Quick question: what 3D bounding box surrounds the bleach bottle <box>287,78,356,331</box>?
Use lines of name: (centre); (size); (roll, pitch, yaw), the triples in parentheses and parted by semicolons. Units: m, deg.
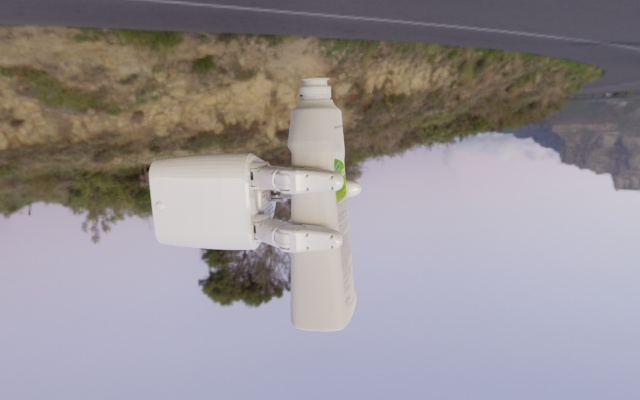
bleach bottle: (0.000, 0.002, 0.502); (0.068, 0.251, 0.102); (0, 12, 10)
